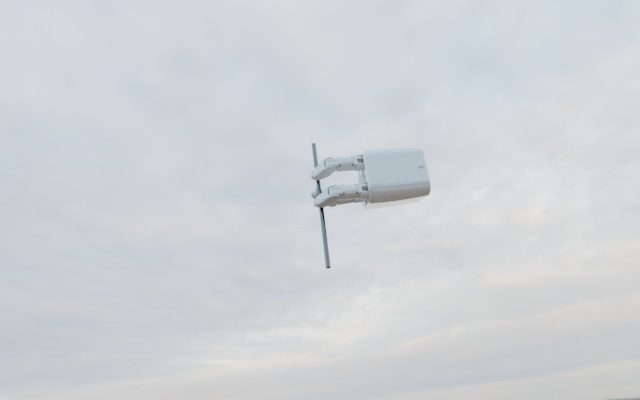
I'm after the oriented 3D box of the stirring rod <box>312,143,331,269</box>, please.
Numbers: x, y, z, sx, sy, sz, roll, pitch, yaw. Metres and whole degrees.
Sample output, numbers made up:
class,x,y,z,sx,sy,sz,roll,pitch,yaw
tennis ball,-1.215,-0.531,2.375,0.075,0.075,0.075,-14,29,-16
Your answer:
class,x,y,z,sx,sy,sz,roll,pitch,yaw
stirring rod,0.000,0.003,0.834,0.011,0.239,0.011,-5,-26,-3
